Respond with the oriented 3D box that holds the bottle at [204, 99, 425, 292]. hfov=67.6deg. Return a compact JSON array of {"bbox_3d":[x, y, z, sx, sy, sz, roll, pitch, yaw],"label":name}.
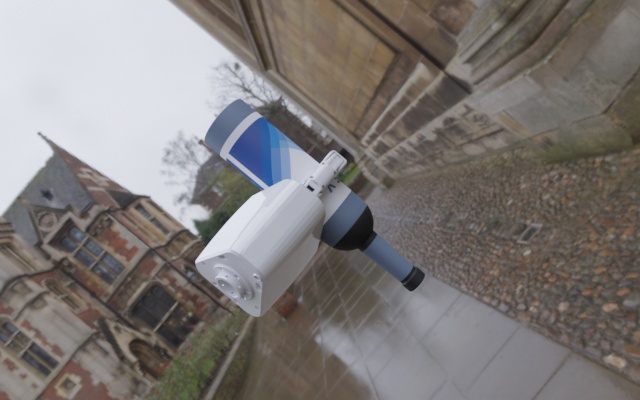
[{"bbox_3d":[0.000,0.002,0.555,0.296,0.069,0.069,40,0,0],"label":"bottle"}]
